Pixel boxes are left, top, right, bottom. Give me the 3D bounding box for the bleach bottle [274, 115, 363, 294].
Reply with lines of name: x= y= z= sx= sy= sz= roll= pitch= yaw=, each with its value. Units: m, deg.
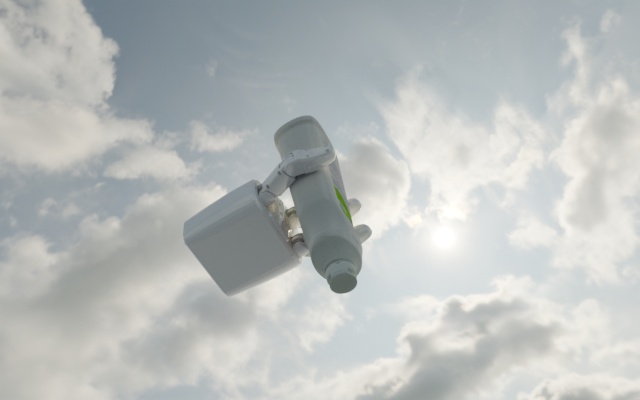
bleach bottle: x=0.000 y=0.002 z=0.562 sx=0.068 sy=0.103 sz=0.250 roll=-27 pitch=37 yaw=10
